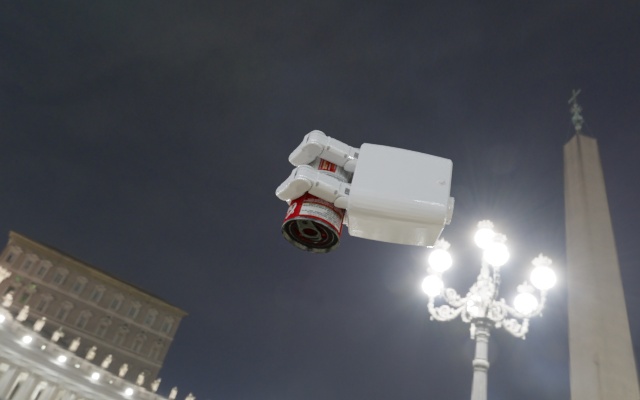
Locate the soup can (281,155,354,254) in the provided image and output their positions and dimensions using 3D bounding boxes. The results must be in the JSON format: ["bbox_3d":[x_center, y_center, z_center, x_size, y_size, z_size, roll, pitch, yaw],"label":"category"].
[{"bbox_3d":[0.000,0.002,0.568,0.068,0.102,0.069,11,-36,8],"label":"soup can"}]
